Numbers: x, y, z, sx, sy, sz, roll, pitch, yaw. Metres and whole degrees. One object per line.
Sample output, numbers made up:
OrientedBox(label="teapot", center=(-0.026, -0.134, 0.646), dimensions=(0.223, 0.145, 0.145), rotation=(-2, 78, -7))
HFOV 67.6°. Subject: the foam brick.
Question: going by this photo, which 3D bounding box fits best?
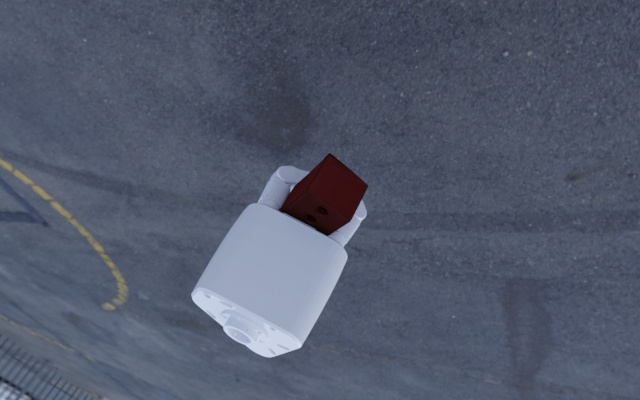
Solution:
OrientedBox(label="foam brick", center=(0.000, 0.001, 0.479), dimensions=(0.053, 0.051, 0.078), rotation=(38, -37, -10))
